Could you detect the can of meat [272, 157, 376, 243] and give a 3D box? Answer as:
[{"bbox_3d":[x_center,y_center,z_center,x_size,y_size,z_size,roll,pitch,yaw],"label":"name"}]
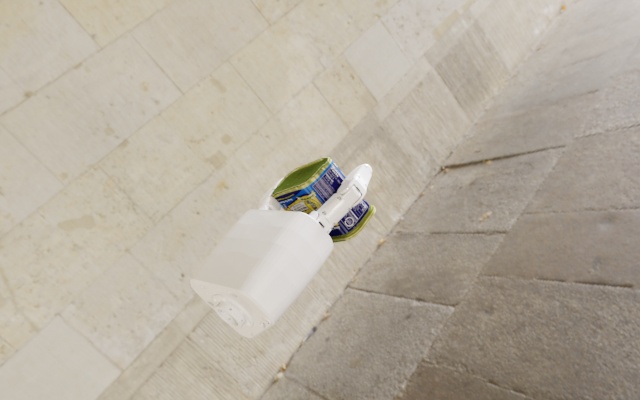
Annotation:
[{"bbox_3d":[0.000,0.002,0.563,0.102,0.084,0.057,-16,30,55],"label":"can of meat"}]
